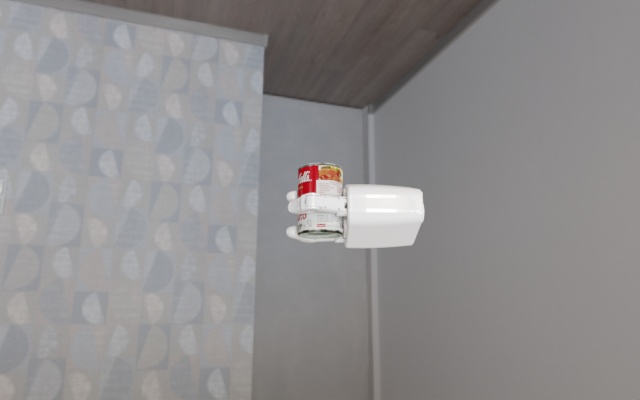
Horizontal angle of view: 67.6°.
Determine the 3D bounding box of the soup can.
[{"bbox_3d":[0.000,0.003,0.708,0.068,0.102,0.068,0,-13,0],"label":"soup can"}]
